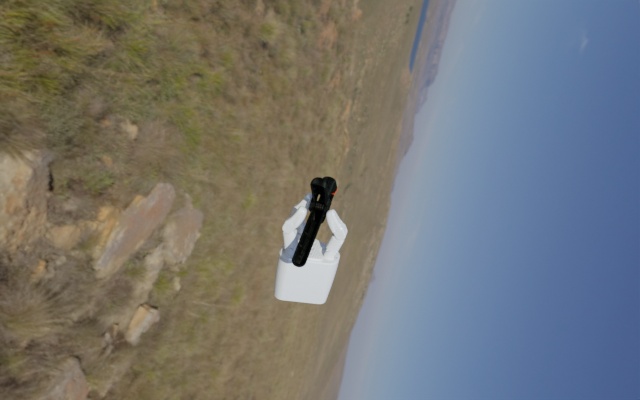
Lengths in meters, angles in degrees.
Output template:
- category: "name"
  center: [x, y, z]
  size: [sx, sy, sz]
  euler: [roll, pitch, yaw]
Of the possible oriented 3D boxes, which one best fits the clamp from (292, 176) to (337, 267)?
- category: "clamp"
  center: [0.001, 0.003, 0.867]
  size: [0.036, 0.165, 0.210]
  euler: [18, 29, 6]
